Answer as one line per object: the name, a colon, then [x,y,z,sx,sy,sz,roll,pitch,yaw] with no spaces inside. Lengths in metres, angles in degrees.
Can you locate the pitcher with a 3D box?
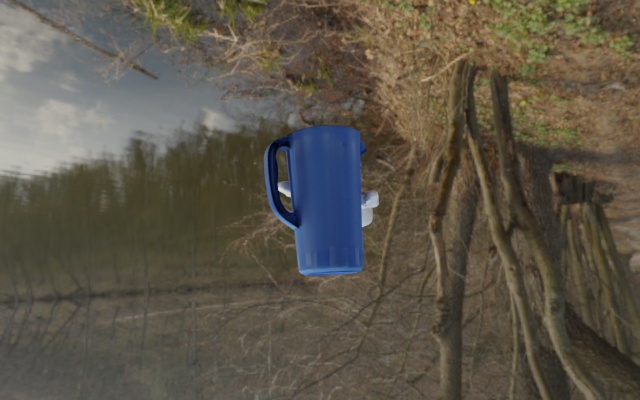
pitcher: [0.000,0.003,0.810,0.149,0.242,0.145,-7,-12,19]
